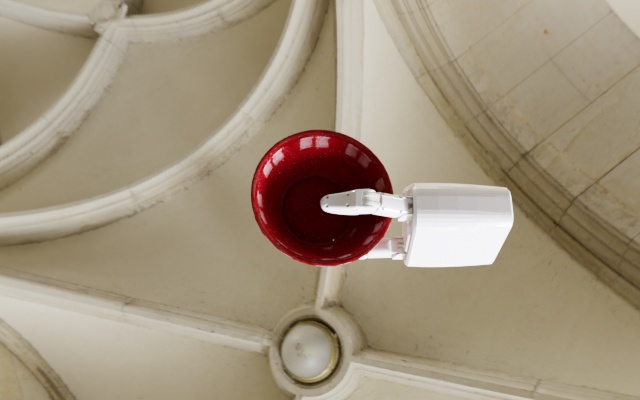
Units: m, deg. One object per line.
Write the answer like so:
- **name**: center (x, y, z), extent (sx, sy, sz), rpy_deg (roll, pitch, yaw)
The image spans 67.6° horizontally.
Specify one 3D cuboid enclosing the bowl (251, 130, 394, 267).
- **bowl**: center (-0.001, 0.002, 0.554), extent (0.162, 0.162, 0.055), rpy_deg (0, -19, -9)
